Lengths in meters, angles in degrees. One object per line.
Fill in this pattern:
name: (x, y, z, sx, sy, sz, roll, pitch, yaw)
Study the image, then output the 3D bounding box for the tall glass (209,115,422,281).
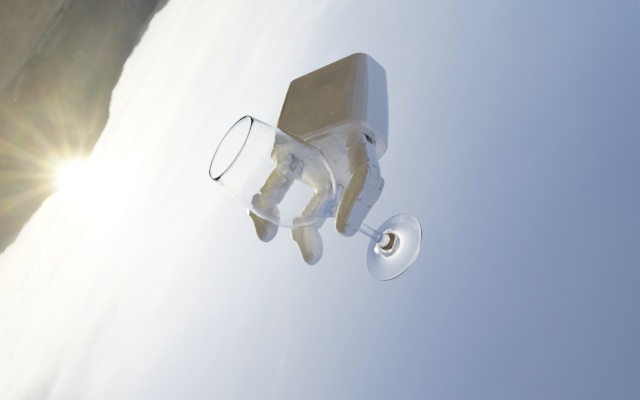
tall glass: (0.001, 0.002, 0.437, 0.201, 0.079, 0.079, 31, -17, -29)
